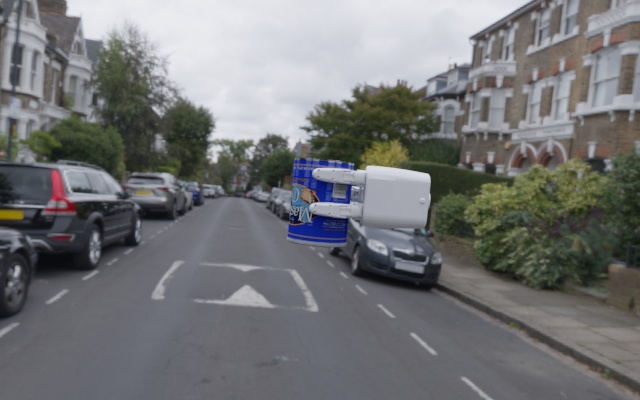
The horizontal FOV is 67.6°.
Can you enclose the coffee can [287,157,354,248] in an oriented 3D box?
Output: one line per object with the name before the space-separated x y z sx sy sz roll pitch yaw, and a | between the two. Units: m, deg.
coffee can | 0.000 0.003 0.809 0.103 0.140 0.103 5 2 0
